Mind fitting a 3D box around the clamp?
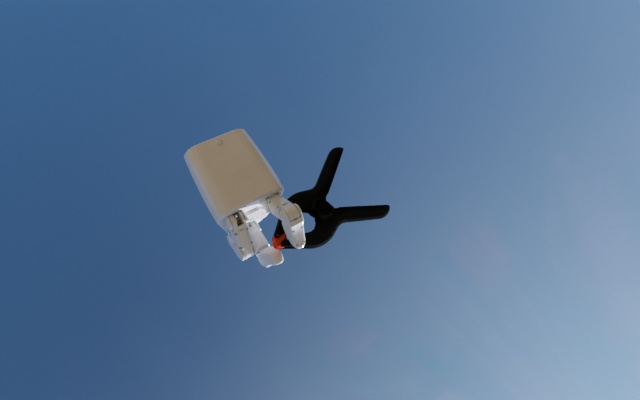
[{"bbox_3d":[0.000,0.003,0.655,0.171,0.120,0.039,-26,-15,-22],"label":"clamp"}]
